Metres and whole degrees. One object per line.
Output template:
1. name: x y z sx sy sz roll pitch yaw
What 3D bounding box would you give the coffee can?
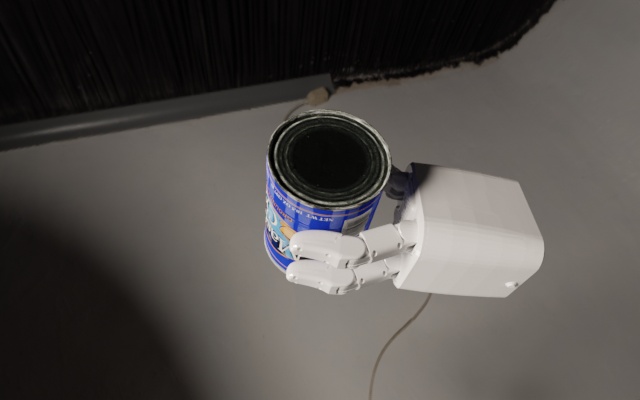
1. coffee can: 0.000 0.001 0.443 0.103 0.102 0.140 0 -33 -7
